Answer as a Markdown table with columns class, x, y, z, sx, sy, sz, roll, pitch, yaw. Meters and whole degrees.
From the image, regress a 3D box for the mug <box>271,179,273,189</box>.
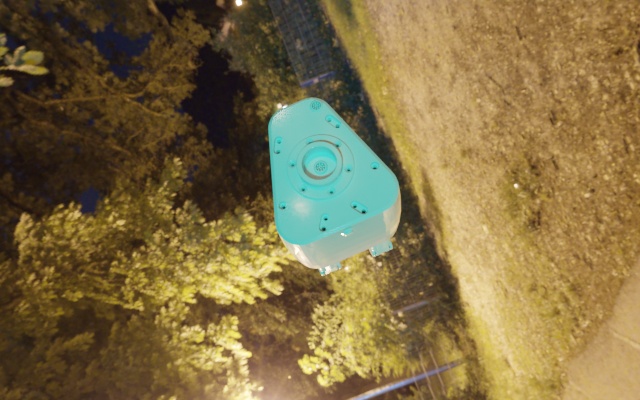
| class | x | y | z | sx | sy | sz | roll | pitch | yaw |
| --- | --- | --- | --- | --- | --- | --- | --- | --- | --- |
| mug | 0.000 | 0.002 | 0.517 | 0.081 | 0.093 | 0.117 | -21 | -18 | 0 |
